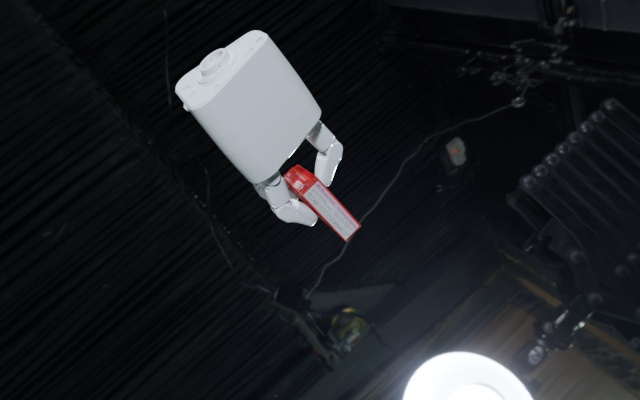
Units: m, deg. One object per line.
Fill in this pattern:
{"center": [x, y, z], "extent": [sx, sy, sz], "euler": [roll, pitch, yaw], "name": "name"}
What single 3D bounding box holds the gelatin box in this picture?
{"center": [0.001, 0.002, 0.576], "extent": [0.089, 0.030, 0.073], "euler": [46, -3, -27], "name": "gelatin box"}
